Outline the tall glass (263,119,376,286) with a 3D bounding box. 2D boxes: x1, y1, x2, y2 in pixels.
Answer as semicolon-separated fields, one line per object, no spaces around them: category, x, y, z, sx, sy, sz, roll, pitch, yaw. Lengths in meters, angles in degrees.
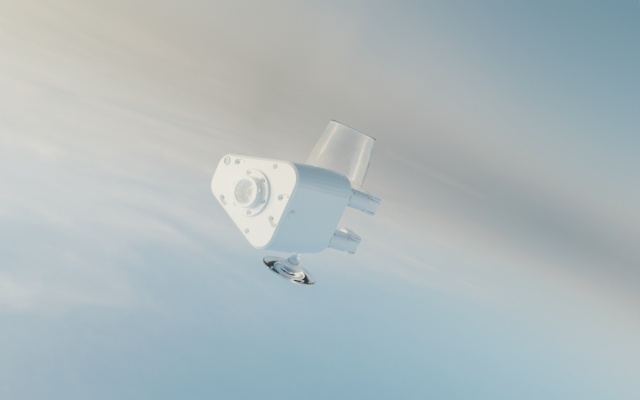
tall glass;0.000;0.003;0.603;0.079;0.201;0.079;24;9;-4
